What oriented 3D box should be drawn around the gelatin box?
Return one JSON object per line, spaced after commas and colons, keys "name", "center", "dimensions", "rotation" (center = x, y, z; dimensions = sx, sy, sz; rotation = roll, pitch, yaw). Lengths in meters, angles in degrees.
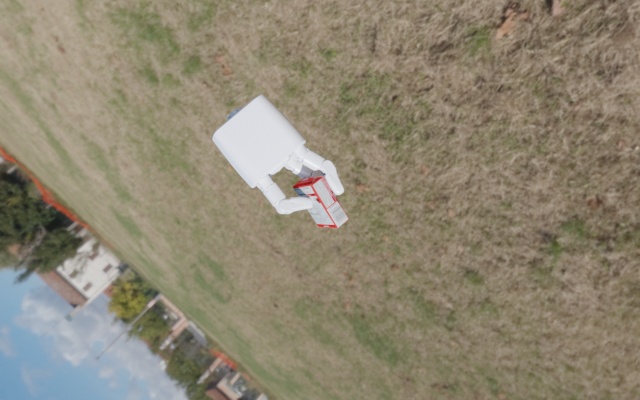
{"name": "gelatin box", "center": [0.000, 0.003, 0.803], "dimensions": [0.030, 0.089, 0.073], "rotation": [-37, 14, -22]}
